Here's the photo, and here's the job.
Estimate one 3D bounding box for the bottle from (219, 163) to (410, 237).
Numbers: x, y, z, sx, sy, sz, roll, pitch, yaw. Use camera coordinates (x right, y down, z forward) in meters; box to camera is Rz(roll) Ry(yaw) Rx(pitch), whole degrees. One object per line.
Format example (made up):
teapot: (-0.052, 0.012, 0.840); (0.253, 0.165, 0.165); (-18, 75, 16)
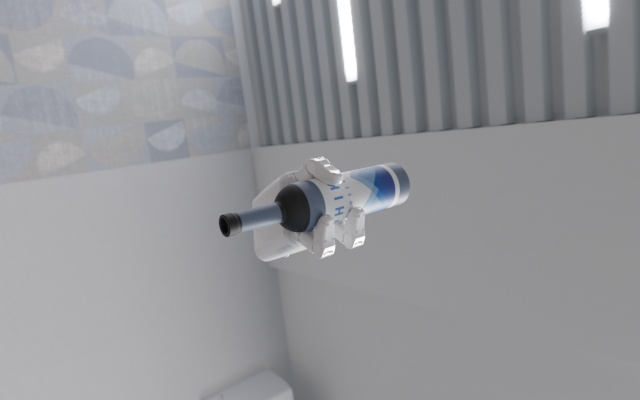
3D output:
bottle: (0.000, 0.002, 0.649); (0.295, 0.069, 0.069); (-14, 8, -37)
